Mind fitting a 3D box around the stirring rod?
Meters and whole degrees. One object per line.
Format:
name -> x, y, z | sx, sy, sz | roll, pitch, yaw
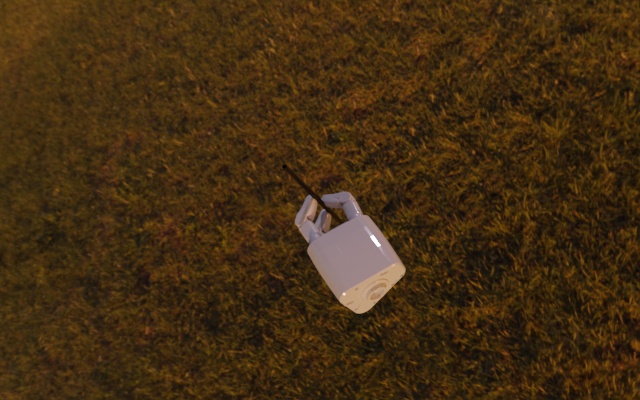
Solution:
stirring rod -> 0.000, 0.003, 0.805 | 0.011, 0.011, 0.240 | 0, -26, 30
